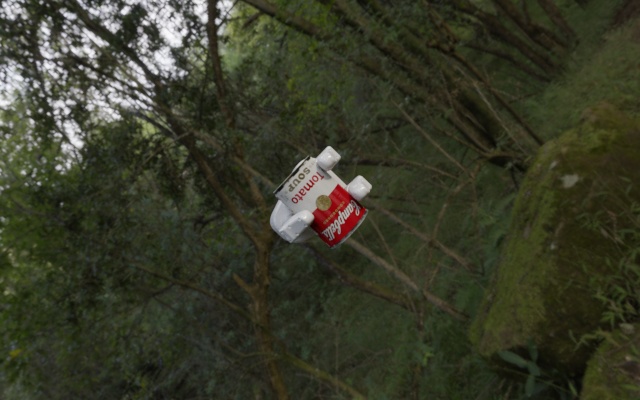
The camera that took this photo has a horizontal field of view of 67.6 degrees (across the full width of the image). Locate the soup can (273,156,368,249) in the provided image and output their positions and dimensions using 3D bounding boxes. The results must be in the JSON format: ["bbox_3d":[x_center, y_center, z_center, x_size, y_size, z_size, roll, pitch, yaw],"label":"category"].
[{"bbox_3d":[0.000,0.002,0.597,0.102,0.068,0.068,43,-5,-5],"label":"soup can"}]
